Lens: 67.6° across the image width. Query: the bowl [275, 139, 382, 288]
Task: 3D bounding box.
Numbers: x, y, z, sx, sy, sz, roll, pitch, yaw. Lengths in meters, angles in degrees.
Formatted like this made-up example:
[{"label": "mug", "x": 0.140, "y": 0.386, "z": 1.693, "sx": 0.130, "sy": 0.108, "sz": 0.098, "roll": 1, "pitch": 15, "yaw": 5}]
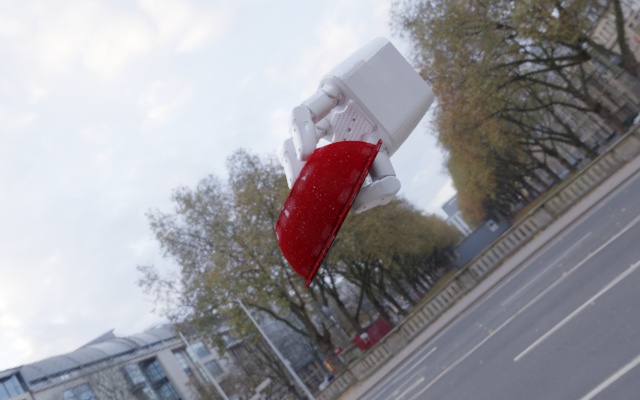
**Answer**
[{"label": "bowl", "x": -0.001, "y": 0.002, "z": 0.466, "sx": 0.055, "sy": 0.162, "sz": 0.162, "roll": 27, "pitch": 1, "yaw": 1}]
